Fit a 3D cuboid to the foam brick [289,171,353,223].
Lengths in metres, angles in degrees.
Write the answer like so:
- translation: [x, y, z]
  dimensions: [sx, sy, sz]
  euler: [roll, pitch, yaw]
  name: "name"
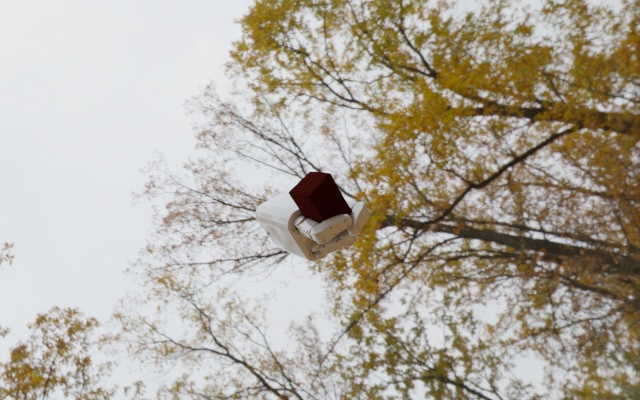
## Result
- translation: [0.000, 0.002, 0.712]
  dimensions: [0.053, 0.078, 0.051]
  euler: [-45, 33, -23]
  name: "foam brick"
